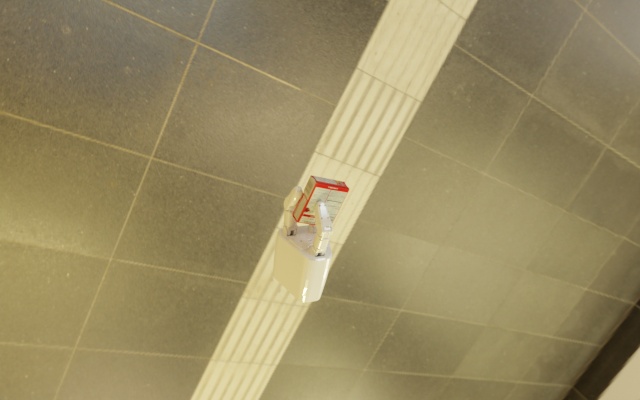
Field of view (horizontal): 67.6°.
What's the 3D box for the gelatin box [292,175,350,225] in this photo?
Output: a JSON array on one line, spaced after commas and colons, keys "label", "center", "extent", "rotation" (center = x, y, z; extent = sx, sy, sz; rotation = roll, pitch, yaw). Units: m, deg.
[{"label": "gelatin box", "center": [0.000, 0.003, 0.856], "extent": [0.073, 0.089, 0.030], "rotation": [9, 30, -33]}]
